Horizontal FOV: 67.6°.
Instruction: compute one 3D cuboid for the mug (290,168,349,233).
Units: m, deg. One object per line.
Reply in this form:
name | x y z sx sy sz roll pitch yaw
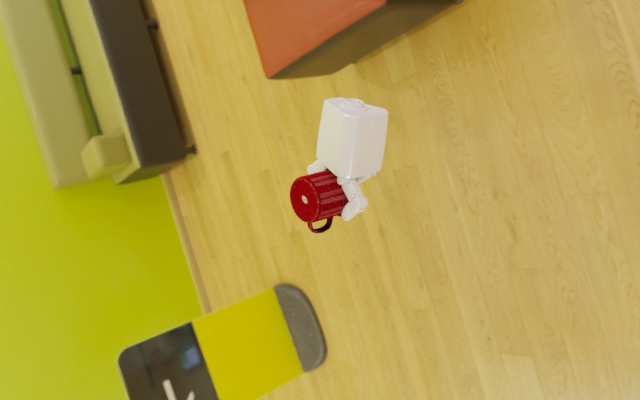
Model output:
mug | 0.000 0.004 0.834 0.081 0.117 0.093 -15 30 -39
